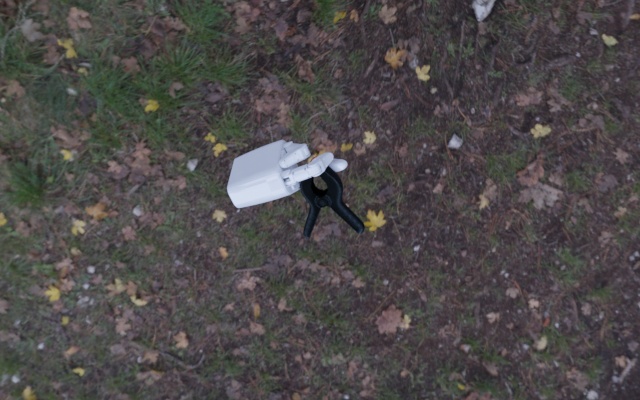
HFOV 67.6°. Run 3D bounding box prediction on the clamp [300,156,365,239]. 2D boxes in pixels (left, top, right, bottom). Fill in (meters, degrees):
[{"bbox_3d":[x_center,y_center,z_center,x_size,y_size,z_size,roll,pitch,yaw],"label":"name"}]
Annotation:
[{"bbox_3d":[0.000,0.003,0.890,0.120,0.171,0.039,-18,23,15],"label":"clamp"}]
